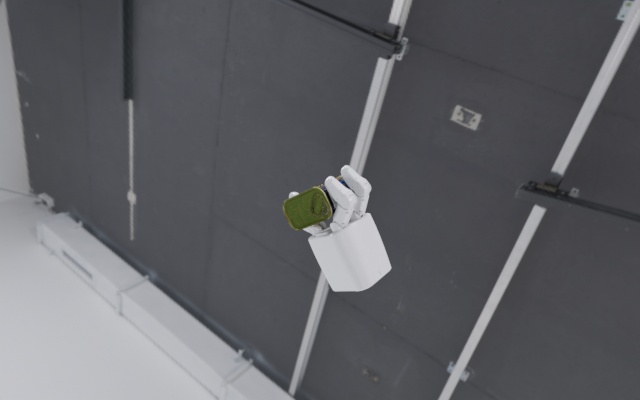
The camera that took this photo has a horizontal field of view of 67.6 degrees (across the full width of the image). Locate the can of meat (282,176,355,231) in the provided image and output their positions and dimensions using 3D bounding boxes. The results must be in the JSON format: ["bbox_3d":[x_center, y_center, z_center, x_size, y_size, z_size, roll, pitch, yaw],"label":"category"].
[{"bbox_3d":[0.000,0.003,0.816,0.102,0.057,0.084,-24,2,41],"label":"can of meat"}]
